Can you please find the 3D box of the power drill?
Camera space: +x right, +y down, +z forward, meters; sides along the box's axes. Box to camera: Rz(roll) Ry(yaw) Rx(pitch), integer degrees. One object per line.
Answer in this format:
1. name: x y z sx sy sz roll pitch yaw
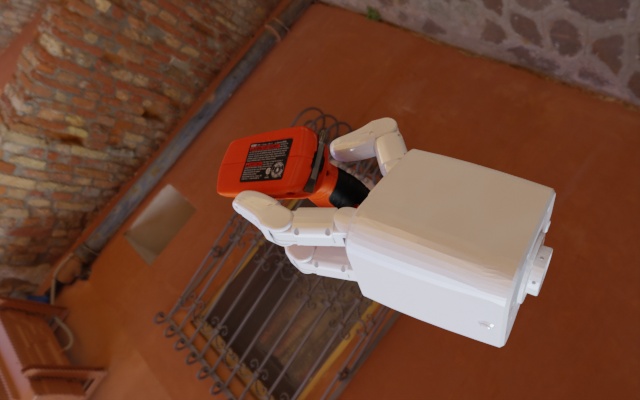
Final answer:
1. power drill: 0.000 0.001 0.447 0.184 0.057 0.188 -5 -23 43
